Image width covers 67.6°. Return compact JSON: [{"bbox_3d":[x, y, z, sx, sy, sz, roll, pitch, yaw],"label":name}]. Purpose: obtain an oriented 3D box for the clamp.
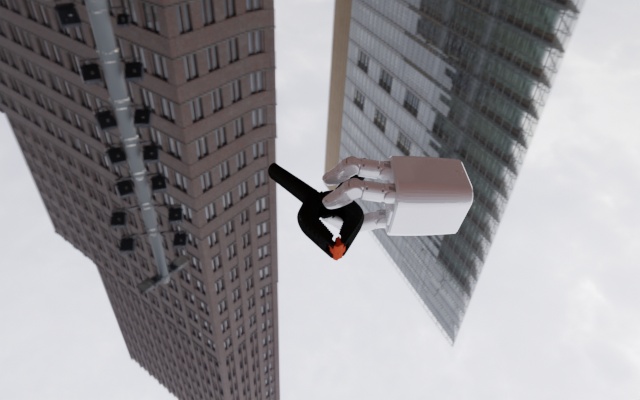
[{"bbox_3d":[0.000,0.003,0.702,0.164,0.036,0.209,0,40,-1],"label":"clamp"}]
